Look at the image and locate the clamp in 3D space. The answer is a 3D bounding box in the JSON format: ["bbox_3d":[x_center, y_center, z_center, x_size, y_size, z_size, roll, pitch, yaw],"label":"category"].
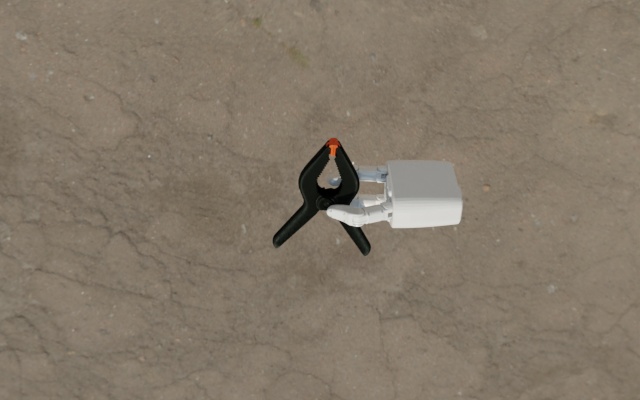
[{"bbox_3d":[0.000,0.002,0.756,0.164,0.210,0.036,-1,31,1],"label":"clamp"}]
